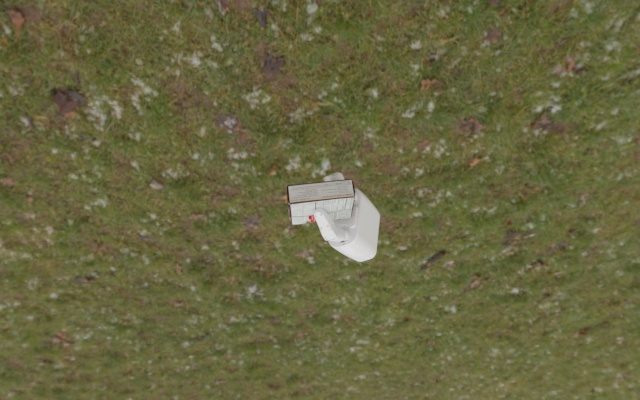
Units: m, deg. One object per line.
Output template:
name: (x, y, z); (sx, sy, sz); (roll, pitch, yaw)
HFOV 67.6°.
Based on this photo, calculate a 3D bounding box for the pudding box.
pudding box: (0.000, 0.003, 0.809); (0.113, 0.039, 0.090); (-7, -26, -5)
